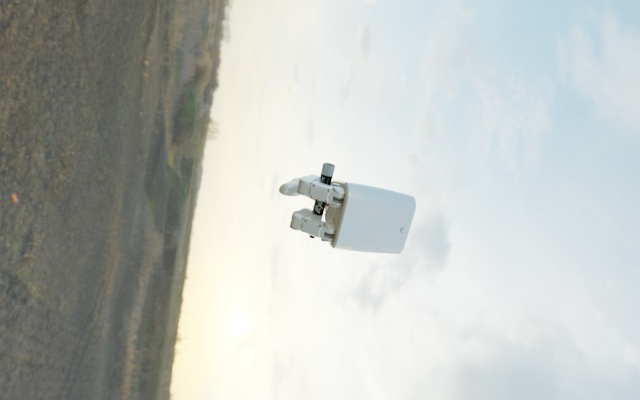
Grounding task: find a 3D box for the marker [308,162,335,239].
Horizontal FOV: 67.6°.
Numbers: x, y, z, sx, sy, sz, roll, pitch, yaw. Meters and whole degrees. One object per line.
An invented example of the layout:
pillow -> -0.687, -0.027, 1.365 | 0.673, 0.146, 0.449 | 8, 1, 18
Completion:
marker -> 0.000, 0.002, 0.719 | 0.020, 0.121, 0.020 | 12, 20, -4
